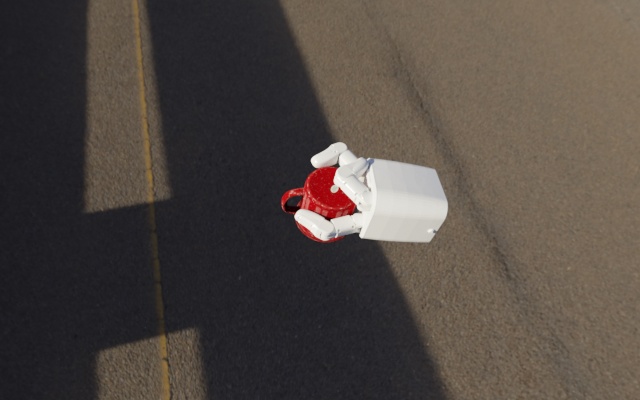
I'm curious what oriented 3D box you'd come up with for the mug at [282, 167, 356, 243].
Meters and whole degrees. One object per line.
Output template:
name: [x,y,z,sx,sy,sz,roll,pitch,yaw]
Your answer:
mug: [-0.001,0.002,0.722,0.117,0.093,0.082,5,-36,-8]
